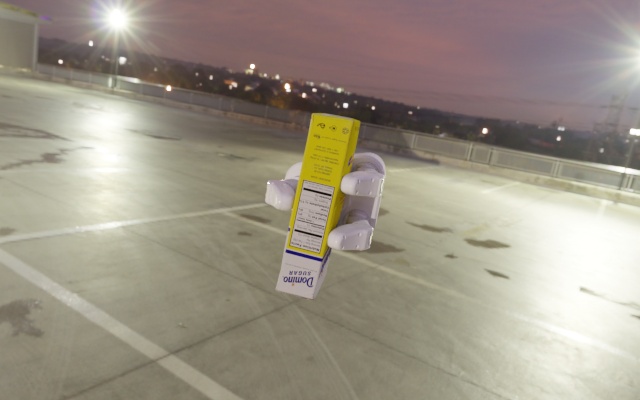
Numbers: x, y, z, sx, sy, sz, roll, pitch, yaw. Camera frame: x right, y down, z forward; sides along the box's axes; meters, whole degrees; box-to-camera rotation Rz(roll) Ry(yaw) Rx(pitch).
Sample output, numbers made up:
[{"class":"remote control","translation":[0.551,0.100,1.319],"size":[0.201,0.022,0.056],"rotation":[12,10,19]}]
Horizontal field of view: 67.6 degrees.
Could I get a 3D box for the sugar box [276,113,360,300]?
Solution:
[{"class":"sugar box","translation":[0.001,0.002,0.486],"size":[0.048,0.176,0.093],"rotation":[11,11,7]}]
